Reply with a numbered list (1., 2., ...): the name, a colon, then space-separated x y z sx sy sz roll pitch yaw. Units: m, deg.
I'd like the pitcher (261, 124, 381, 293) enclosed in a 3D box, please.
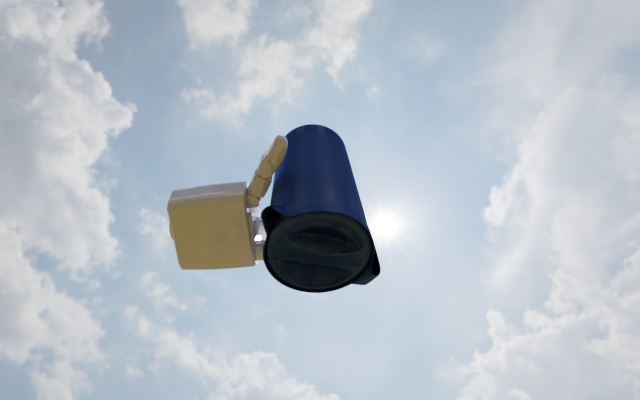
1. pitcher: 0.000 0.002 0.660 0.145 0.149 0.242 -5 37 0
